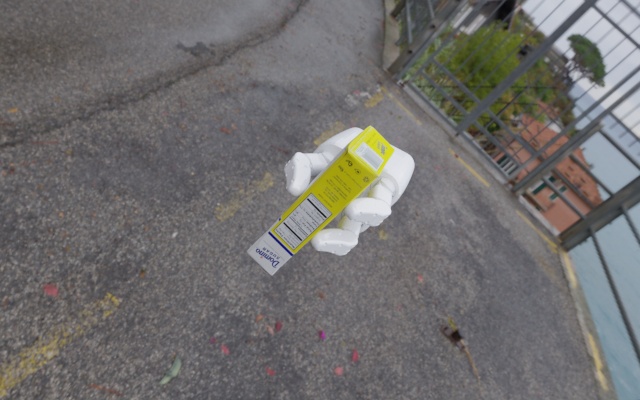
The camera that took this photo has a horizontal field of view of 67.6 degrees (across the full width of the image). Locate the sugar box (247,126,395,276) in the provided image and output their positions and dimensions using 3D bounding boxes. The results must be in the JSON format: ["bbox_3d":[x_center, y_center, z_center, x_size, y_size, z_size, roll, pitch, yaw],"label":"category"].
[{"bbox_3d":[0.001,0.002,0.524,0.176,0.048,0.093,-47,0,30],"label":"sugar box"}]
